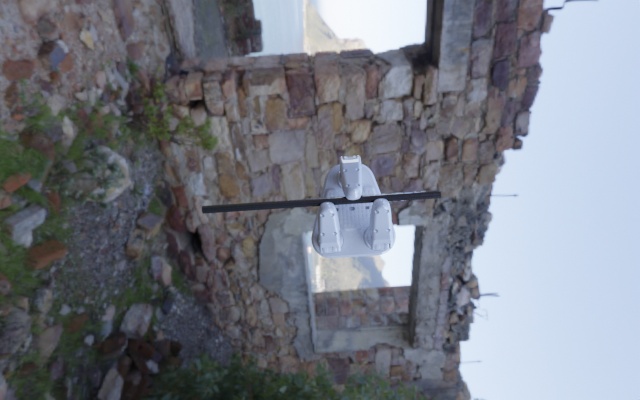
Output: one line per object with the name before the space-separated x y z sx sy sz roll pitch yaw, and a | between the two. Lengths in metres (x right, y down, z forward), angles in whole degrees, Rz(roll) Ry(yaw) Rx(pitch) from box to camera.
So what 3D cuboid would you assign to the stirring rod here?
stirring rod | 0.000 0.002 0.483 0.239 0.011 0.011 -4 0 2
